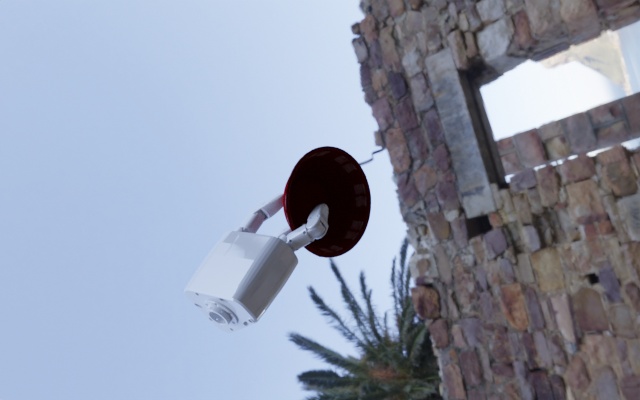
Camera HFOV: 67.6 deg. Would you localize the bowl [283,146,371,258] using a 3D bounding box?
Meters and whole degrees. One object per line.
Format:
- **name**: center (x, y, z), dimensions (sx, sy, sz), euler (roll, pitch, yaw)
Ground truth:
- **bowl**: center (0.001, 0.002, 0.709), dimensions (0.162, 0.162, 0.055), euler (0, -1, -39)
